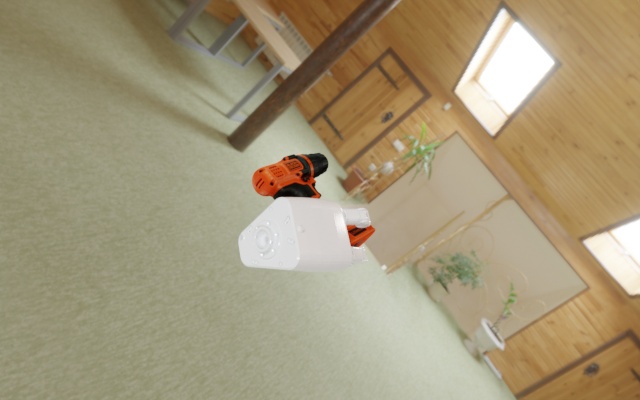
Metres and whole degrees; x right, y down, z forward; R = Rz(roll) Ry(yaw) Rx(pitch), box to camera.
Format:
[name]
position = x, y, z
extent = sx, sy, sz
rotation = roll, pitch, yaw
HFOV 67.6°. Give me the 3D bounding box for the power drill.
[power drill]
position = 0.000, 0.003, 0.776
extent = 0.184, 0.187, 0.057
rotation = -25, -21, -53
